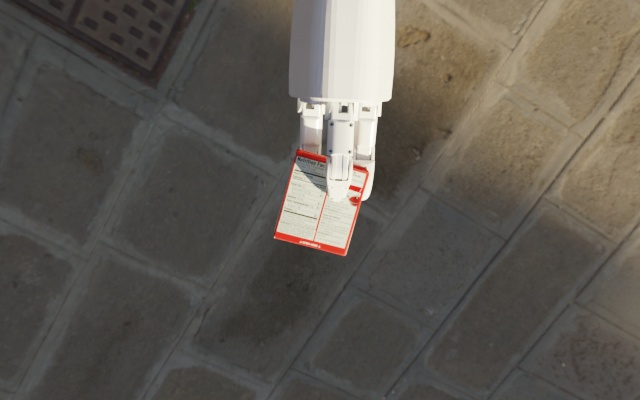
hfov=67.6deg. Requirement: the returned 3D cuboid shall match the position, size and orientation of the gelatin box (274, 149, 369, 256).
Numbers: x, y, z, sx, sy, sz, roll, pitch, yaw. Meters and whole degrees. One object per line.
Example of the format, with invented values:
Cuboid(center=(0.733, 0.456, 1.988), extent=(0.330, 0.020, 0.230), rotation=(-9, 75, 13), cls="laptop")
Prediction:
Cuboid(center=(0.000, 0.002, 0.466), extent=(0.073, 0.089, 0.030), rotation=(14, 10, -6), cls="gelatin box")
